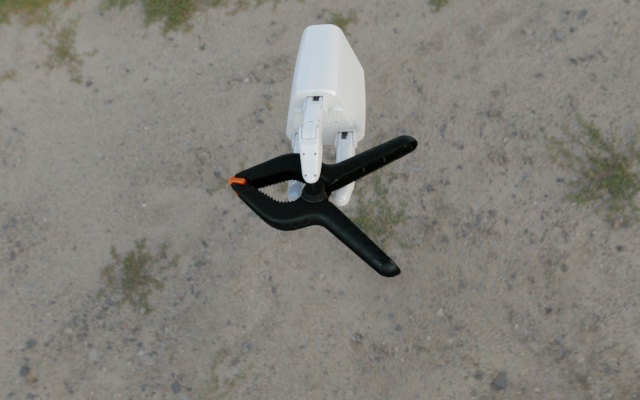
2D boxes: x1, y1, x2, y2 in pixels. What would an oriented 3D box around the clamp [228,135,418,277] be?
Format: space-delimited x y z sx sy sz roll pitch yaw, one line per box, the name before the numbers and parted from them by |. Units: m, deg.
clamp | -0.001 0.001 0.520 0.210 0.164 0.036 0 -28 10
